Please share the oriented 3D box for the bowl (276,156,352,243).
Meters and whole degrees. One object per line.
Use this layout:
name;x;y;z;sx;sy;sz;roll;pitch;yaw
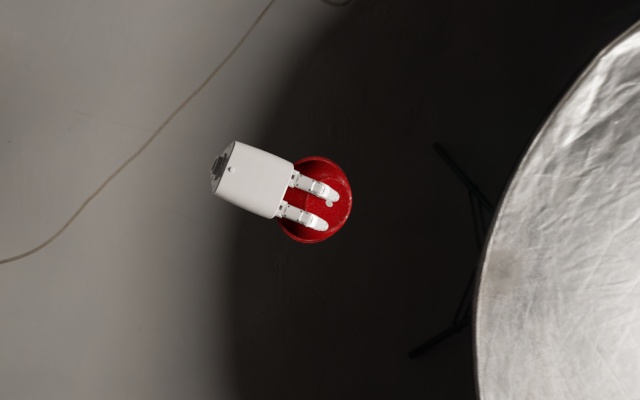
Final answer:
bowl;0.001;0.003;0.861;0.162;0.162;0.055;0;8;-31
